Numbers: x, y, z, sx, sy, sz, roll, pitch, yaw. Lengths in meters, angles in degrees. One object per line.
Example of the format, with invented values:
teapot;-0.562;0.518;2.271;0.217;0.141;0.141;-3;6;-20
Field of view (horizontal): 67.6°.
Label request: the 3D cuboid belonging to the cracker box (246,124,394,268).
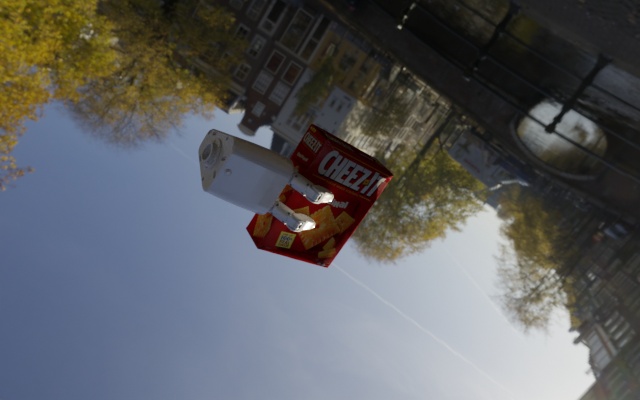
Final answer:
cracker box;0.000;0.003;0.814;0.164;0.214;0.072;23;18;-39
